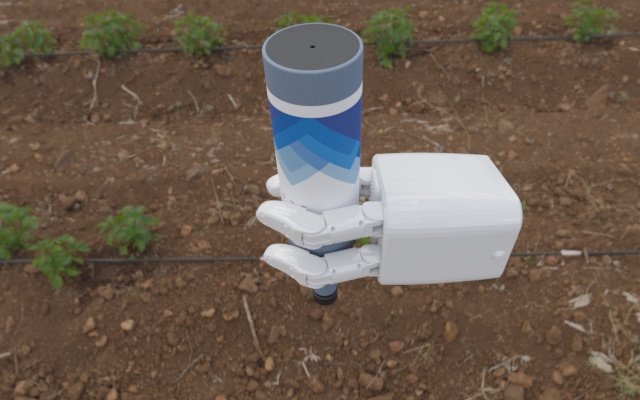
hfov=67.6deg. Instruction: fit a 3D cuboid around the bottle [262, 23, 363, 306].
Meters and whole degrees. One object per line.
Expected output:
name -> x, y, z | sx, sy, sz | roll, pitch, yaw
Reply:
bottle -> 0.000, 0.001, 0.417 | 0.069, 0.069, 0.296 | 0, -44, 3
